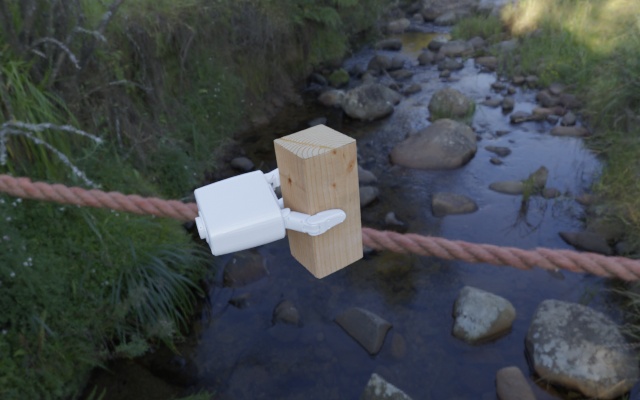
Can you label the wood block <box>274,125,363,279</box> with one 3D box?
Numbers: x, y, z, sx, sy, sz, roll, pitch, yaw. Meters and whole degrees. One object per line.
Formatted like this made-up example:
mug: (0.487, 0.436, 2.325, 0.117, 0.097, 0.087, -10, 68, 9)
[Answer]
wood block: (0.000, 0.003, 0.736, 0.090, 0.206, 0.090, -23, 34, -26)
